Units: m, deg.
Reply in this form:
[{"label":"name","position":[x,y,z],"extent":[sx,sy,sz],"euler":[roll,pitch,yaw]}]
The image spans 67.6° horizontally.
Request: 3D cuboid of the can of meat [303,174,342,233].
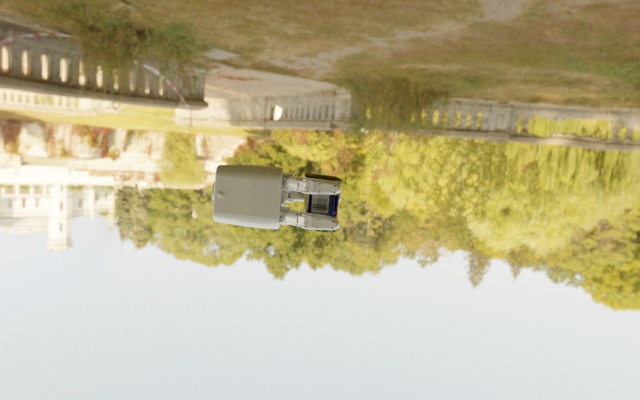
[{"label":"can of meat","position":[0.000,0.003,0.787],"extent":[0.057,0.084,0.102],"euler":[5,7,-5]}]
